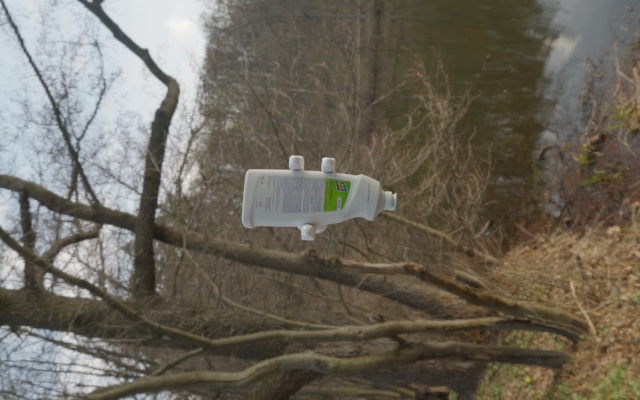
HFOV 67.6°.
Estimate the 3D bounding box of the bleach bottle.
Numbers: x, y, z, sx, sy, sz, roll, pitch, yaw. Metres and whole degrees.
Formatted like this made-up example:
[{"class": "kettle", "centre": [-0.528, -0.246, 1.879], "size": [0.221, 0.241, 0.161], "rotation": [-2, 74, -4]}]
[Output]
[{"class": "bleach bottle", "centre": [0.000, 0.003, 0.803], "size": [0.251, 0.102, 0.068], "rotation": [4, -7, 3]}]
